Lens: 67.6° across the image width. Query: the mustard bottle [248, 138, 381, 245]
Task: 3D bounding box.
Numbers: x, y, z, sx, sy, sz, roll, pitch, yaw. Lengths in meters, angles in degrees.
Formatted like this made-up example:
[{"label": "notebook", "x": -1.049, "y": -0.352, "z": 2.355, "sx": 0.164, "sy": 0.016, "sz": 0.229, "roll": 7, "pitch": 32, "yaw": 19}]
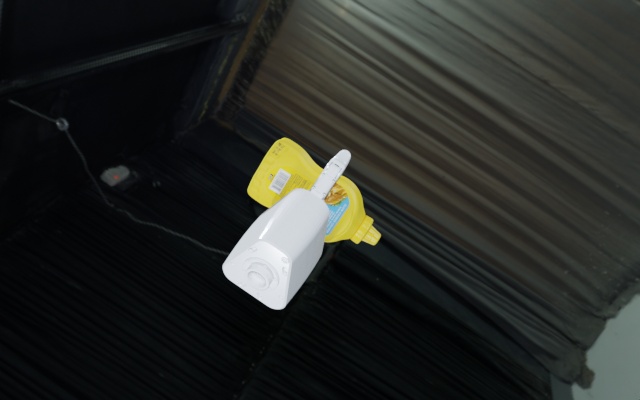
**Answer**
[{"label": "mustard bottle", "x": 0.000, "y": 0.002, "z": 0.666, "sx": 0.191, "sy": 0.096, "sz": 0.058, "roll": 34, "pitch": 17, "yaw": 2}]
